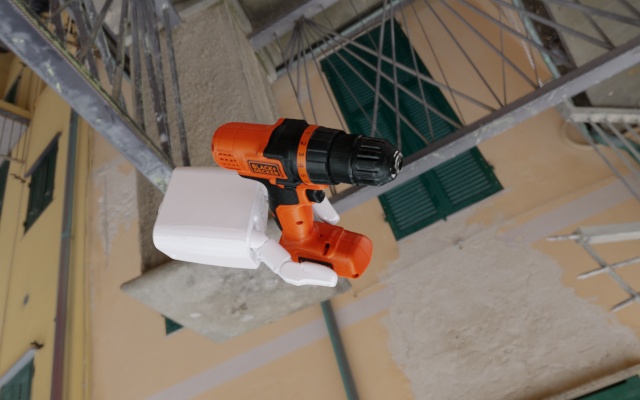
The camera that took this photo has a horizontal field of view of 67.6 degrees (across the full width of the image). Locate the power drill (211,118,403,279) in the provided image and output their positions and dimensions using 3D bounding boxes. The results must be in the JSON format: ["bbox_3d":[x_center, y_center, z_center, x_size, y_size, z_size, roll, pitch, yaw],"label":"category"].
[{"bbox_3d":[0.000,0.002,0.475,0.184,0.057,0.188,11,-38,27],"label":"power drill"}]
